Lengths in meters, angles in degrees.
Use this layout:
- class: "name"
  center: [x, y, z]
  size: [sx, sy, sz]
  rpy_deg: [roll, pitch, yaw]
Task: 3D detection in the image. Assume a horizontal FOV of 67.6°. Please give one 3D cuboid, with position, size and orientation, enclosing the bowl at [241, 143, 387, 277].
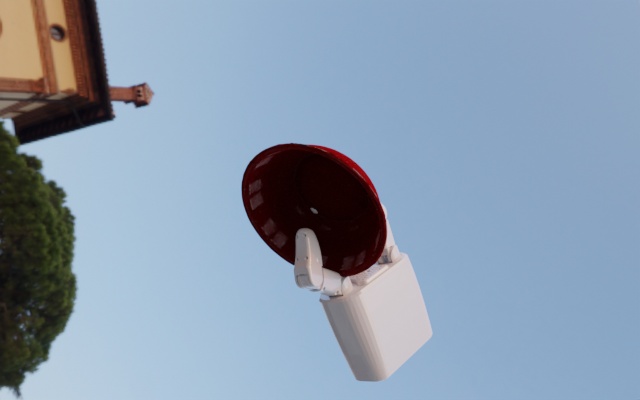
- class: "bowl"
  center: [0.000, 0.000, 0.496]
  size: [0.162, 0.162, 0.055]
  rpy_deg: [0, 33, 30]
